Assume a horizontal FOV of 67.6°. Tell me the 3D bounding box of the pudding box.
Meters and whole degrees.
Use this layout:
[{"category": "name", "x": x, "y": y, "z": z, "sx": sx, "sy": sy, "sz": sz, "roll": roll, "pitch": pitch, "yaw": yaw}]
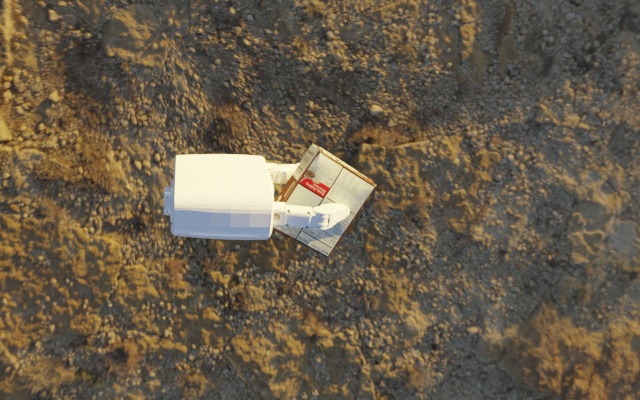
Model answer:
[{"category": "pudding box", "x": 0.000, "y": 0.002, "z": 0.587, "sx": 0.090, "sy": 0.113, "sz": 0.039, "roll": 31, "pitch": 9, "yaw": -21}]
